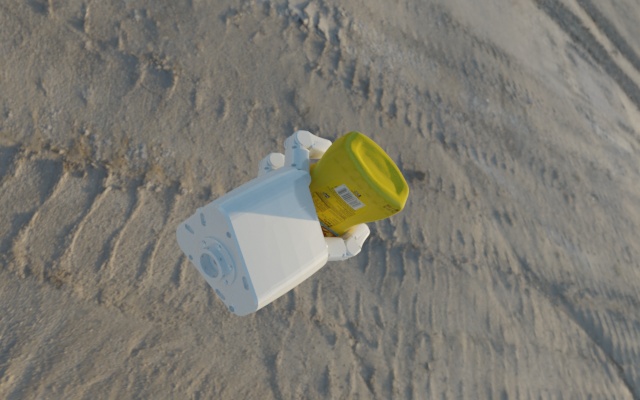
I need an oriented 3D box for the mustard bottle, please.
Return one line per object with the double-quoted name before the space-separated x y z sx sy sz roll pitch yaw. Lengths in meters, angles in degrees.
"mustard bottle" 0.000 0.002 0.547 0.096 0.058 0.192 44 -44 -18
